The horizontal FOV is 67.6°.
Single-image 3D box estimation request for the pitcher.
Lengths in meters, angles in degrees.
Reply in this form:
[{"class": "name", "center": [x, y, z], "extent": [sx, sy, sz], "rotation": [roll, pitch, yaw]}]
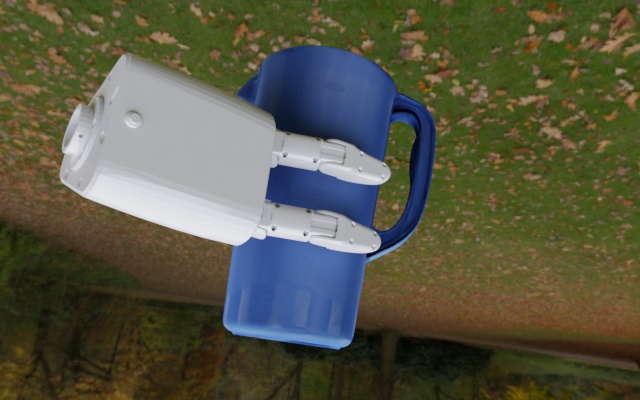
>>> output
[{"class": "pitcher", "center": [0.000, 0.001, 0.422], "extent": [0.145, 0.242, 0.149], "rotation": [22, -21, -39]}]
